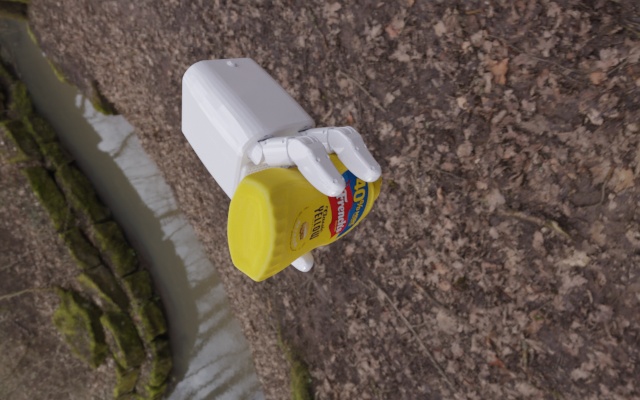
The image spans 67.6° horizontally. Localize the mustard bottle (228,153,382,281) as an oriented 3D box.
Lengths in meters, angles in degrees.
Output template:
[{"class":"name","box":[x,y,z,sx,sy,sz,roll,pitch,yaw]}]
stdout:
[{"class":"mustard bottle","box":[0.000,0.002,0.466,0.058,0.096,0.191,27,32,32]}]
